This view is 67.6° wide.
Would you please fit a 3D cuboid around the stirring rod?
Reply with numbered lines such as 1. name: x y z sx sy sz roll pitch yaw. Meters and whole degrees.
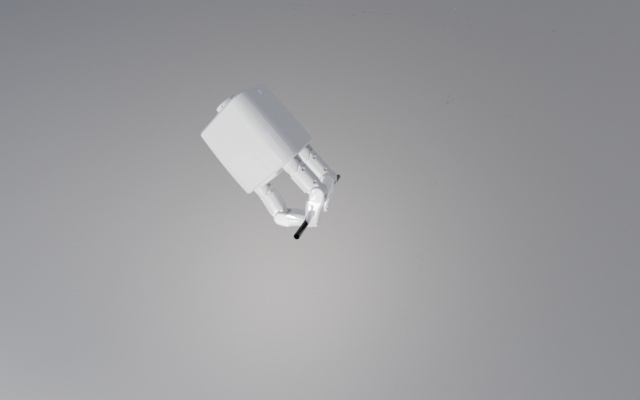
1. stirring rod: 0.000 0.002 0.710 0.011 0.011 0.239 0 21 16
